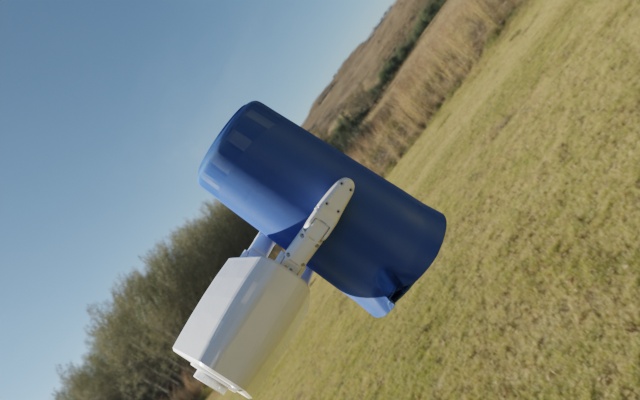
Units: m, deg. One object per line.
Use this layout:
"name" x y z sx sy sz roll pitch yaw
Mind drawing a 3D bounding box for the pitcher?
"pitcher" 0.000 0.002 0.515 0.243 0.145 0.149 35 -24 -5
